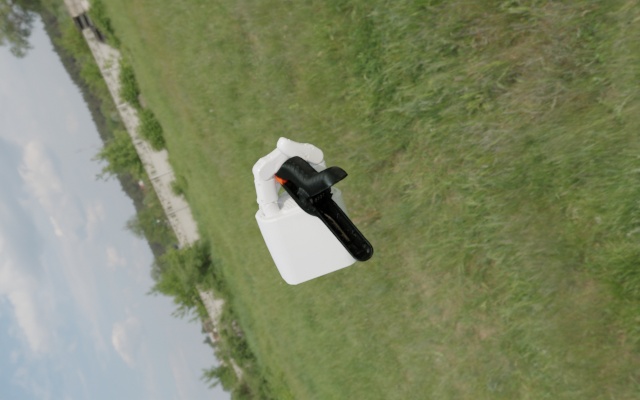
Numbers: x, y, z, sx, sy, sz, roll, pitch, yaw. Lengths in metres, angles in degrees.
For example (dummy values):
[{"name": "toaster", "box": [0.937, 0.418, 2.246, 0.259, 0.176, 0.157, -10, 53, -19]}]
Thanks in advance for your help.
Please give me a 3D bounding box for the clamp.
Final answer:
[{"name": "clamp", "box": [-0.001, 0.002, 0.553, 0.039, 0.120, 0.171, -26, 24, -17]}]
